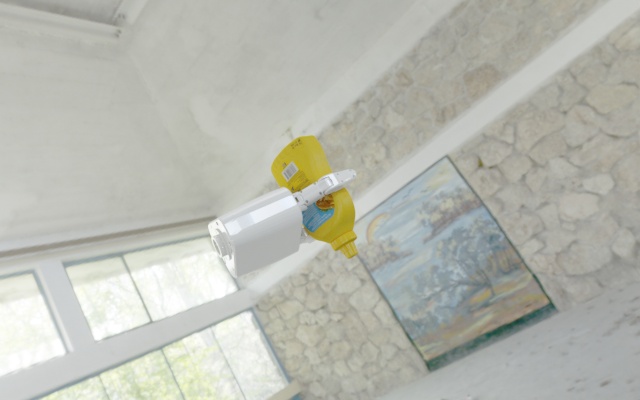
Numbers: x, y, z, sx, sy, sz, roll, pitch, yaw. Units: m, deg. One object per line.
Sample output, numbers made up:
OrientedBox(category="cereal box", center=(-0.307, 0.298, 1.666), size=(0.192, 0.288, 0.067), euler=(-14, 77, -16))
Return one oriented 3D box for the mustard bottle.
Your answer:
OrientedBox(category="mustard bottle", center=(0.000, 0.002, 0.724), size=(0.058, 0.191, 0.096), euler=(-15, -21, -47))
